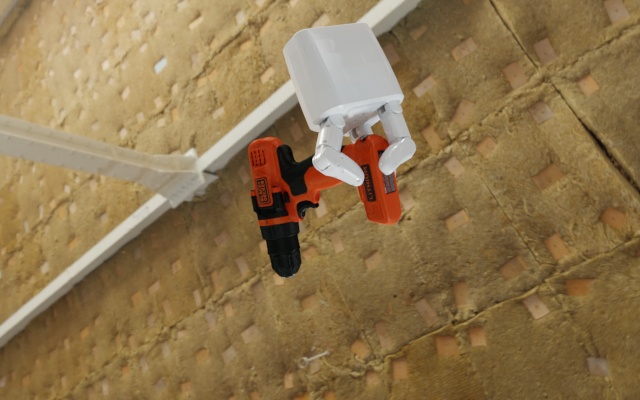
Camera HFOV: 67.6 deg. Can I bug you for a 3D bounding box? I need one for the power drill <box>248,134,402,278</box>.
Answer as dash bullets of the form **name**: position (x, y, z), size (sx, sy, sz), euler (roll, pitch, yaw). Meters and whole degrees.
- **power drill**: position (0.000, 0.002, 0.588), size (0.187, 0.184, 0.057), euler (-8, 6, 28)
